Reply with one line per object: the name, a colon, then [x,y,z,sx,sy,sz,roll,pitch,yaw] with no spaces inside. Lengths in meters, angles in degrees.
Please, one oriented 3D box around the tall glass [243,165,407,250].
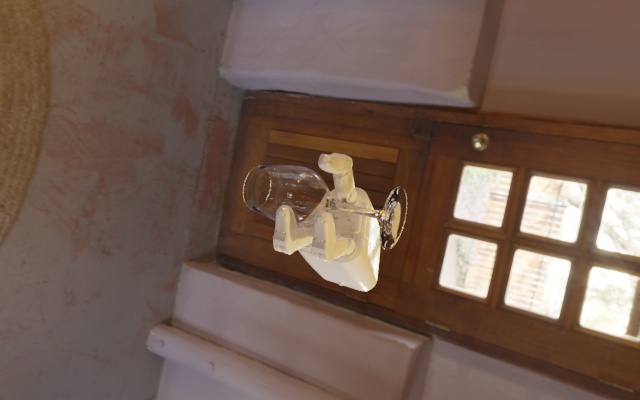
tall glass: [0.001,0.002,0.595,0.201,0.079,0.079,13,6,29]
